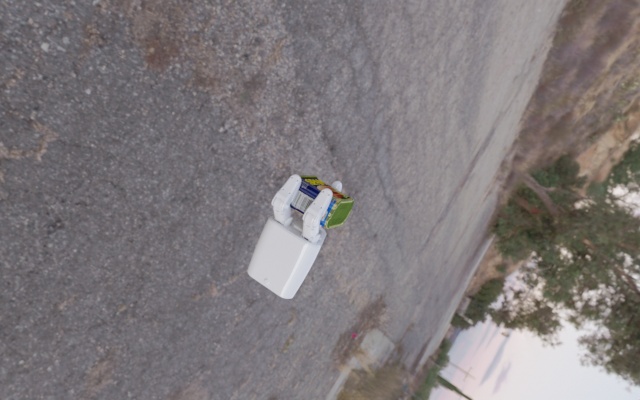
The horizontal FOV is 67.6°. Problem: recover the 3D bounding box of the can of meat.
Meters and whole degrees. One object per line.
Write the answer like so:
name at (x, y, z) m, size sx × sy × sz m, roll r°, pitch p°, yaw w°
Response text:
can of meat at (0.000, 0.003, 0.785) m, size 0.084 × 0.057 × 0.102 m, roll 31°, pitch 12°, yaw 18°
